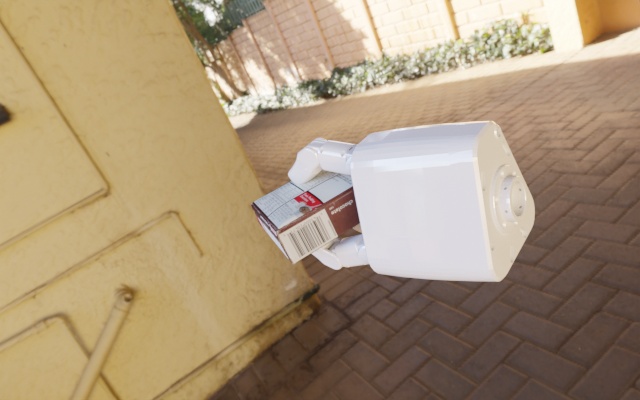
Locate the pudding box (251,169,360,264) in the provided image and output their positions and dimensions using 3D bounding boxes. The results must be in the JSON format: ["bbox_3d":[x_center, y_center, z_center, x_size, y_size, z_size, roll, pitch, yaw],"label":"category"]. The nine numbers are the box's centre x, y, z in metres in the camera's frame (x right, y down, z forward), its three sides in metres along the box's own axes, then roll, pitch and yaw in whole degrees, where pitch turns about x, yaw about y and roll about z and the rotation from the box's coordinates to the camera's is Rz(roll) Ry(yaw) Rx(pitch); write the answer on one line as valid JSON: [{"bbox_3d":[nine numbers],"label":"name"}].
[{"bbox_3d":[0.000,0.001,0.449,0.113,0.039,0.090,-29,24,-12],"label":"pudding box"}]
